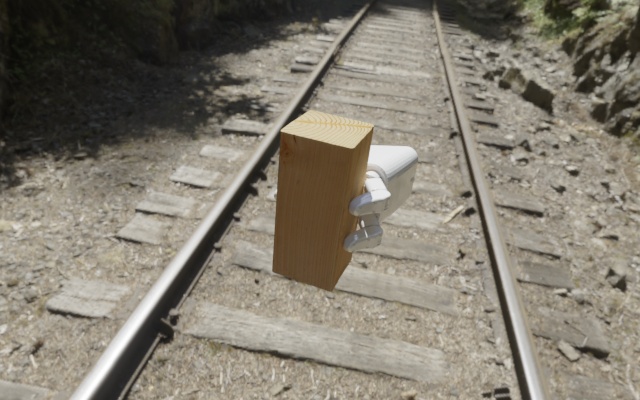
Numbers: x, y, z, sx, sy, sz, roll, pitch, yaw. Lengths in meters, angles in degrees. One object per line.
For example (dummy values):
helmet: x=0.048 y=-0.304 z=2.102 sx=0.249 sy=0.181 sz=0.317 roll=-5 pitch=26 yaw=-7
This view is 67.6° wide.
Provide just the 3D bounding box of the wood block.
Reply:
wood block: x=0.000 y=0.002 z=0.618 sx=0.091 sy=0.206 sz=0.090 roll=16 pitch=31 yaw=16
